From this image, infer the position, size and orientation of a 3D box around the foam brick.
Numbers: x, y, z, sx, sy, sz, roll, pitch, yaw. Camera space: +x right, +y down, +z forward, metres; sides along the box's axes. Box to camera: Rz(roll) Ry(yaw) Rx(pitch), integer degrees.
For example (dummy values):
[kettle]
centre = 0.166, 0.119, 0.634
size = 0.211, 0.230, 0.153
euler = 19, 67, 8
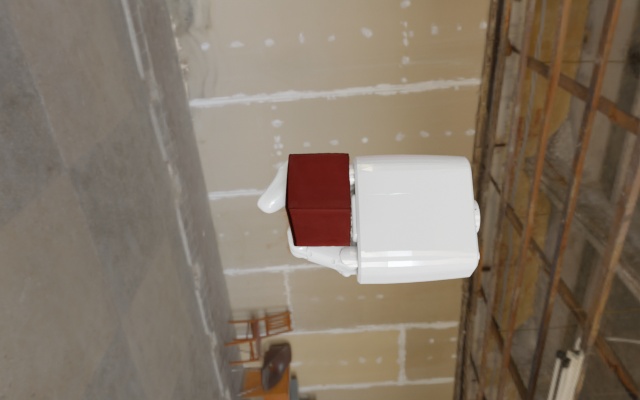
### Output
[foam brick]
centre = 0.000, 0.001, 0.408
size = 0.051, 0.053, 0.078
euler = 0, -28, 3
